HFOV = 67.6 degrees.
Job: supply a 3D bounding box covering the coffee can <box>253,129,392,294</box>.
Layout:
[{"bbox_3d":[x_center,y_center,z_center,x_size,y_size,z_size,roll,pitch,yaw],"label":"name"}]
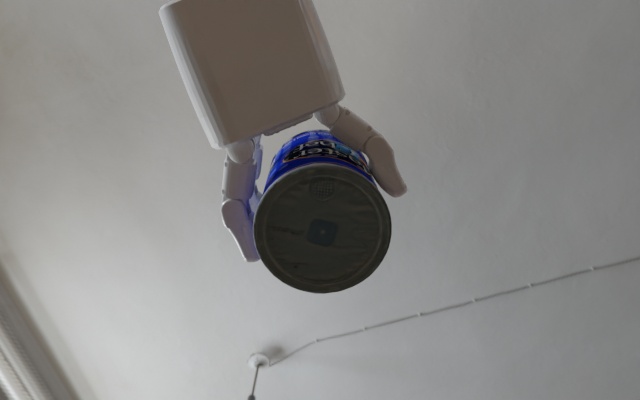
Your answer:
[{"bbox_3d":[0.000,0.002,0.416,0.103,0.103,0.140,0,19,-1],"label":"coffee can"}]
